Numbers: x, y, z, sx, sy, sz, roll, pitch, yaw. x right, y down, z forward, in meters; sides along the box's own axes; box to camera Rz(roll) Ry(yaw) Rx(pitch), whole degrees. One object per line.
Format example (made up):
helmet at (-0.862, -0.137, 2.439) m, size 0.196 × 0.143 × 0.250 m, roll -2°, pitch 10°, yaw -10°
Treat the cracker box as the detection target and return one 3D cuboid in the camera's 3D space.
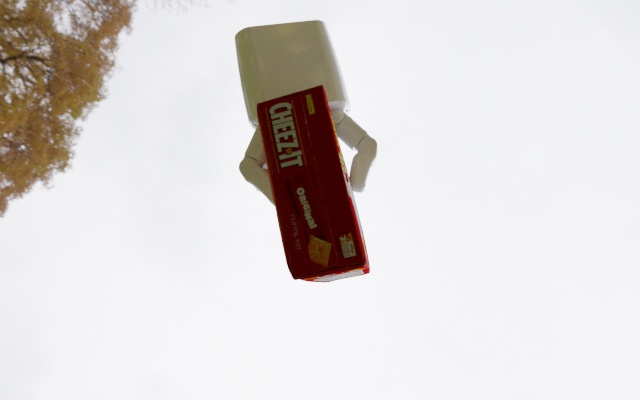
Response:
cracker box at (0.000, 0.002, 0.506) m, size 0.072 × 0.164 × 0.214 m, roll -14°, pitch -12°, yaw 4°
